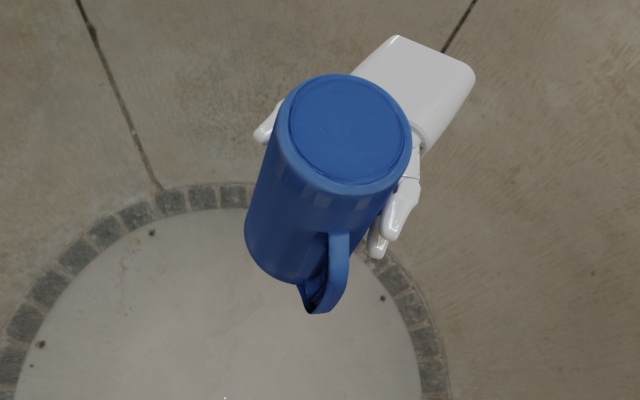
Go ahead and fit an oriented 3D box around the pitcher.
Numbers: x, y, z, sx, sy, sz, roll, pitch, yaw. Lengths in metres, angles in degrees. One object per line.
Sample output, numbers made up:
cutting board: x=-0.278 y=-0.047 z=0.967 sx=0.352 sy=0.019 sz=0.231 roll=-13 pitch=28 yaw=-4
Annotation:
pitcher: x=0.000 y=0.001 z=0.460 sx=0.149 sy=0.145 sz=0.243 roll=39 pitch=-24 yaw=6
